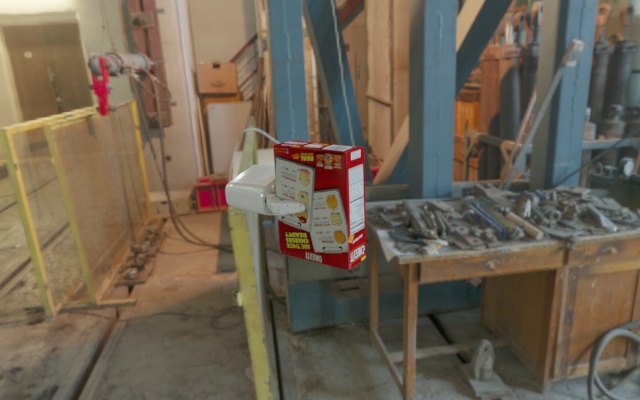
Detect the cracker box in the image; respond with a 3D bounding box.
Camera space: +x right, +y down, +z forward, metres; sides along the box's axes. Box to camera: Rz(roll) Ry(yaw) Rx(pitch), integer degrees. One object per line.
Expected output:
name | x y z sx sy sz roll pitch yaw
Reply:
cracker box | 0.000 0.003 0.875 0.164 0.214 0.072 9 20 36
